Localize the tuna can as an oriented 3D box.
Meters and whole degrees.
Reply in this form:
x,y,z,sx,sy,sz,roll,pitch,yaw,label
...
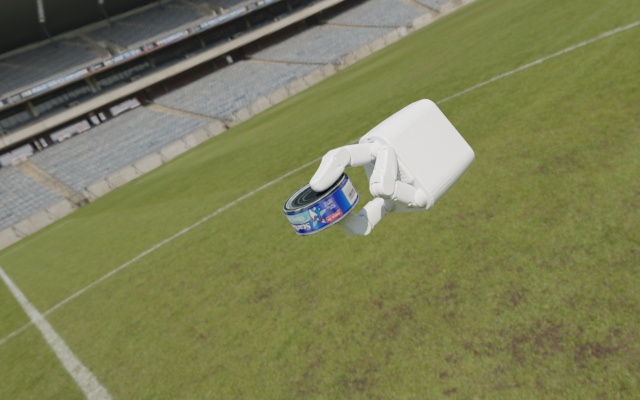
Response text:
x,y,z,sx,sy,sz,roll,pitch,yaw,label
0.000,0.001,0.551,0.086,0.034,0.086,-28,18,10,tuna can
